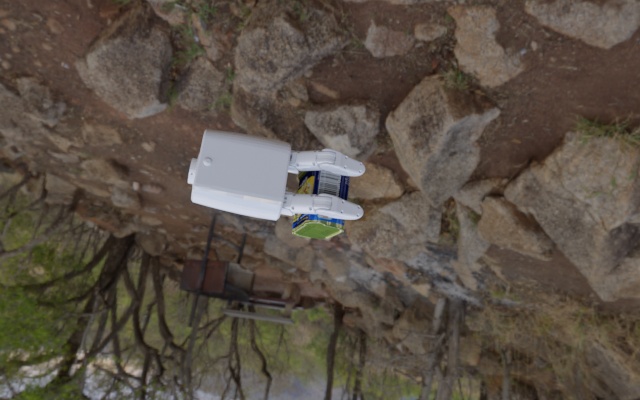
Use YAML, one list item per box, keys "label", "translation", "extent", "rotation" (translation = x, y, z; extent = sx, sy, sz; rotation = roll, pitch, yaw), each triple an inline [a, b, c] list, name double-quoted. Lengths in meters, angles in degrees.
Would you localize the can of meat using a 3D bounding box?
- label: "can of meat"
  translation: [0.000, 0.002, 0.632]
  extent: [0.057, 0.084, 0.102]
  rotation: [12, -16, -15]
